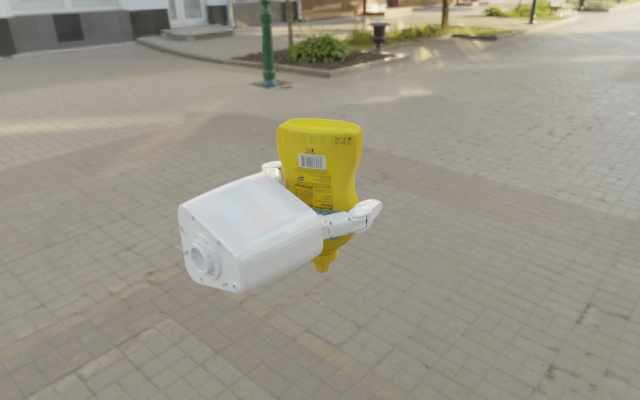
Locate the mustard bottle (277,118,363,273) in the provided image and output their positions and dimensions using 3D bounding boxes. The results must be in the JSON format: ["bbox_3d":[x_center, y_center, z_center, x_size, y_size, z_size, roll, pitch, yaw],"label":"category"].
[{"bbox_3d":[0.000,0.002,0.572,0.096,0.192,0.058,7,26,18],"label":"mustard bottle"}]
